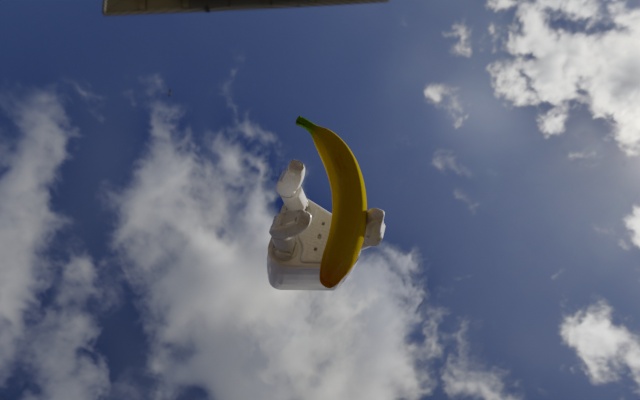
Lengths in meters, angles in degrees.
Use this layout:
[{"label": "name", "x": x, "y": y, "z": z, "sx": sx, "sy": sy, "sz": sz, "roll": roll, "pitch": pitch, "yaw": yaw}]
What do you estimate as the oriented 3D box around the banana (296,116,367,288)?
[{"label": "banana", "x": 0.018, "y": -0.002, "z": 0.514, "sx": 0.069, "sy": 0.197, "sz": 0.037, "roll": -3, "pitch": -26, "yaw": -15}]
